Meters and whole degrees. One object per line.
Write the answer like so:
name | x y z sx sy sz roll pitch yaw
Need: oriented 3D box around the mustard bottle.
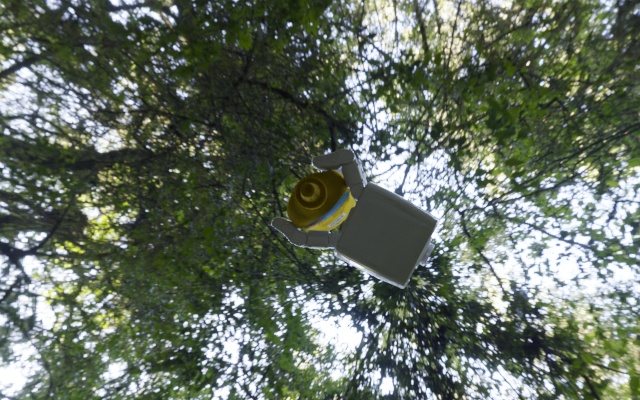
mustard bottle | 0.000 0.002 0.681 0.096 0.058 0.192 -38 -12 2
